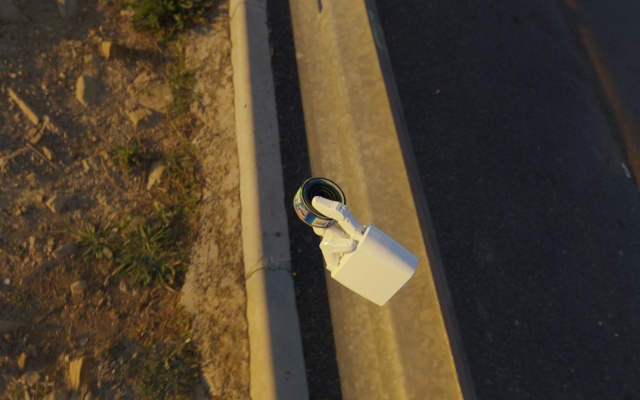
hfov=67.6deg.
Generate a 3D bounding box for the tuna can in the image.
[{"bbox_3d":[0.000,0.002,0.816,0.086,0.086,0.034,0,-31,-25],"label":"tuna can"}]
